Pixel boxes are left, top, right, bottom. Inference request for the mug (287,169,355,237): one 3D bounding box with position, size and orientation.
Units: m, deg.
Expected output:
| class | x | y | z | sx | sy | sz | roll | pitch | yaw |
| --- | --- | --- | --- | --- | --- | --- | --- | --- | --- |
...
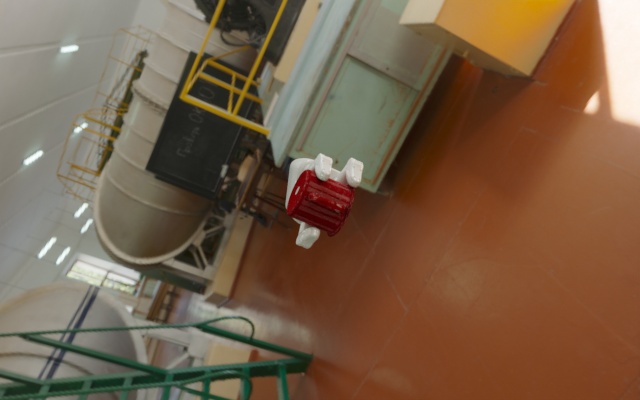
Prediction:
| class | x | y | z | sx | sy | sz | roll | pitch | yaw |
| --- | --- | --- | --- | --- | --- | --- | --- | --- | --- |
| mug | 0.000 | 0.003 | 0.756 | 0.081 | 0.093 | 0.117 | 23 | 1 | -15 |
